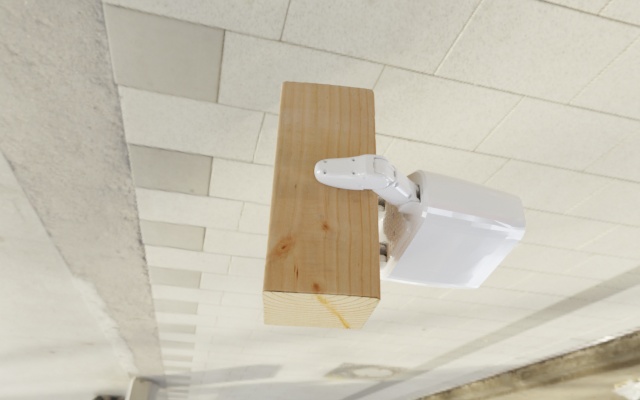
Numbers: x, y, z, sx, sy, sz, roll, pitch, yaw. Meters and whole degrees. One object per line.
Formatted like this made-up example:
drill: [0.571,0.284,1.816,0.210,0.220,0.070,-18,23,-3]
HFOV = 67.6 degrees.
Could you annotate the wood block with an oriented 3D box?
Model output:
wood block: [0.000,0.001,0.436,0.090,0.206,0.091,4,-30,-4]
